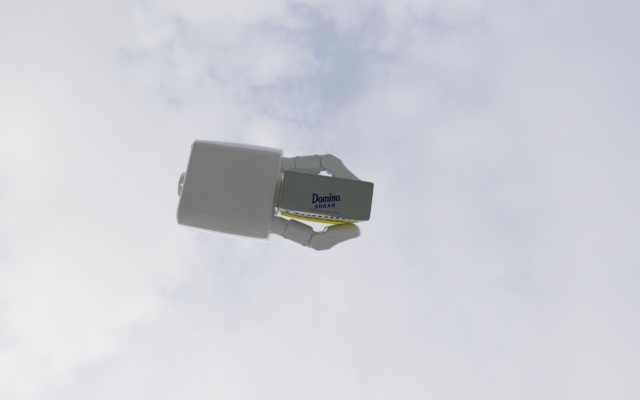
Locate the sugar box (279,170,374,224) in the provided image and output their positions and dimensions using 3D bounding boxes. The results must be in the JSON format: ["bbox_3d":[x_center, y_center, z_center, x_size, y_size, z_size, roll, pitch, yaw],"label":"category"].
[{"bbox_3d":[0.000,0.002,0.554,0.093,0.048,0.176,8,-2,-3],"label":"sugar box"}]
